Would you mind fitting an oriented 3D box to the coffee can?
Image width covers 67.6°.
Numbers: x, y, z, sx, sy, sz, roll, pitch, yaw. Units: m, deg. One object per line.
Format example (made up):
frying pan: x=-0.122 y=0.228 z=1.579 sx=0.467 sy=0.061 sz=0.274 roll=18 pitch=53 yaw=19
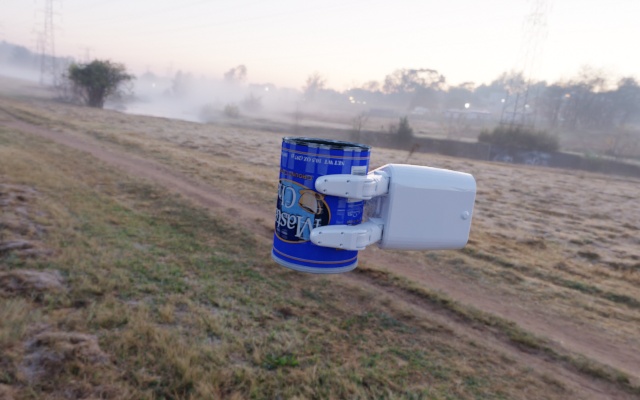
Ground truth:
coffee can: x=0.000 y=0.002 z=0.553 sx=0.103 sy=0.140 sz=0.103 roll=6 pitch=11 yaw=-1
